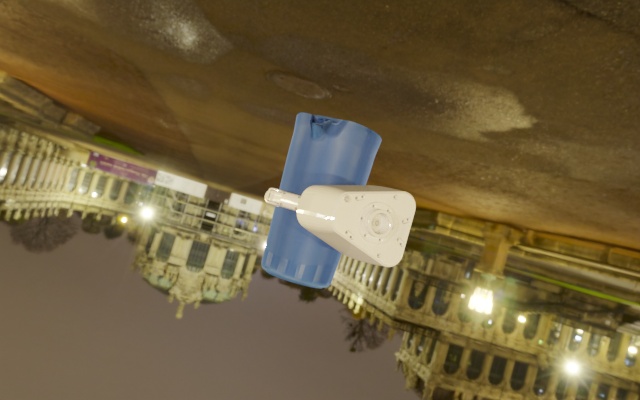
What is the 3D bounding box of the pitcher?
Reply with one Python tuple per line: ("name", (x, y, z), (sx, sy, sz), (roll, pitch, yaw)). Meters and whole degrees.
("pitcher", (0.000, 0.002, 0.722), (0.149, 0.243, 0.145), (18, -4, -24))
